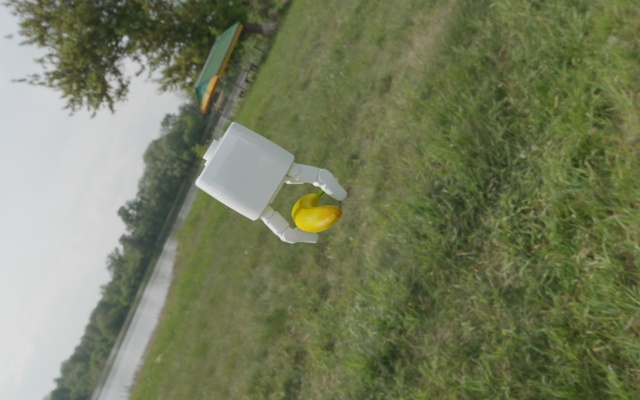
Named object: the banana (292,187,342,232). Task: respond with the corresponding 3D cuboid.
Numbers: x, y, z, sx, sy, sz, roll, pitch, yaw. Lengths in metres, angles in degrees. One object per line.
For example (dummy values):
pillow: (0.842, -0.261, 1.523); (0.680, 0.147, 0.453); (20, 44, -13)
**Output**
banana: (-0.012, 0.016, 0.726); (0.037, 0.069, 0.197); (38, 5, -13)
